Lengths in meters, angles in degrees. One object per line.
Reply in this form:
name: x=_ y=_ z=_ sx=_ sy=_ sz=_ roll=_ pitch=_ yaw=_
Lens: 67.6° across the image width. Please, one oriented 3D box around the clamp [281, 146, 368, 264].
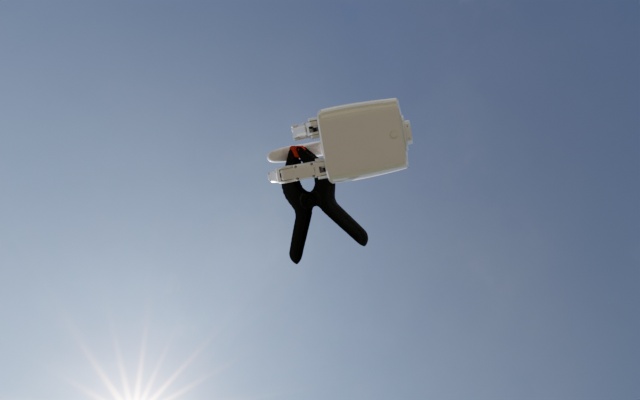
clamp: x=0.000 y=0.002 z=0.682 sx=0.120 sy=0.171 sz=0.039 roll=-9 pitch=6 yaw=13
